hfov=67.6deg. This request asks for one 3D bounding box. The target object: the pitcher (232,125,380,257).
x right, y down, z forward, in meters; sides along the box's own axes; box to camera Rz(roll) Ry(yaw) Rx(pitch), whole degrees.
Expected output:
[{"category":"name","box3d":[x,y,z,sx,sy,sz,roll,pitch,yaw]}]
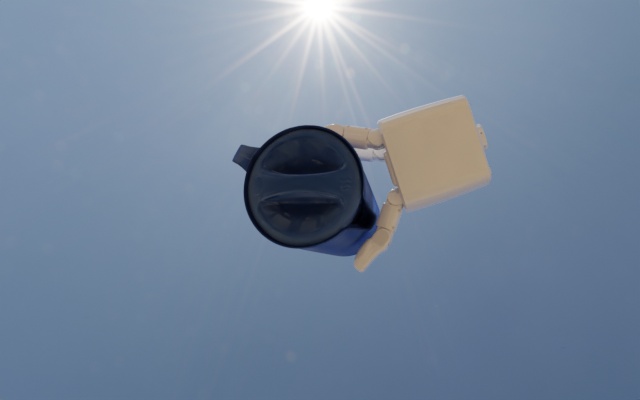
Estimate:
[{"category":"pitcher","box3d":[0.000,0.002,0.609,0.145,0.149,0.243,-20,-16,10]}]
